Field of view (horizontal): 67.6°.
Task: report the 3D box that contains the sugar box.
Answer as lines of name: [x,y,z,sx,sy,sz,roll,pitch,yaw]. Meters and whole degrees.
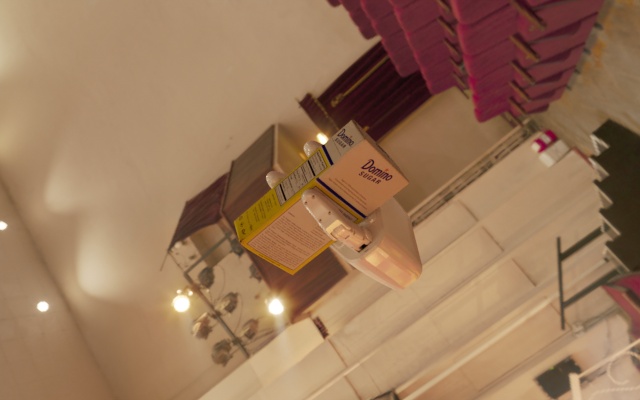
sugar box: [0.000,0.002,0.526,0.093,0.176,0.048,38,17,-41]
